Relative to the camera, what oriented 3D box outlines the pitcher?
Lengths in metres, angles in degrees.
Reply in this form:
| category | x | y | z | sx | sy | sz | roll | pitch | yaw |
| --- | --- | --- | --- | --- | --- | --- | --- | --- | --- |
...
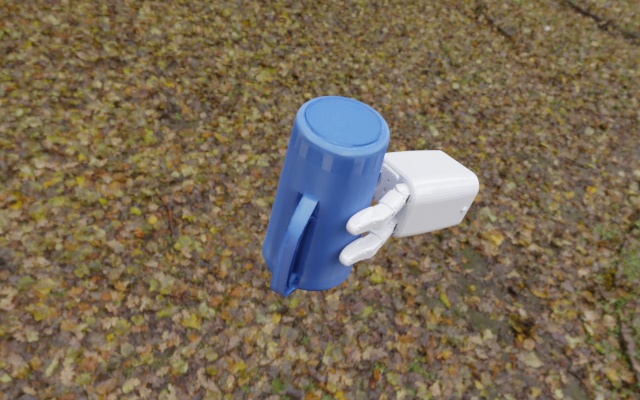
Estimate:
| category | x | y | z | sx | sy | sz | roll | pitch | yaw |
| --- | --- | --- | --- | --- | --- | --- | --- | --- | --- |
| pitcher | 0.000 | 0.002 | 0.600 | 0.145 | 0.149 | 0.243 | -6 | -42 | -20 |
